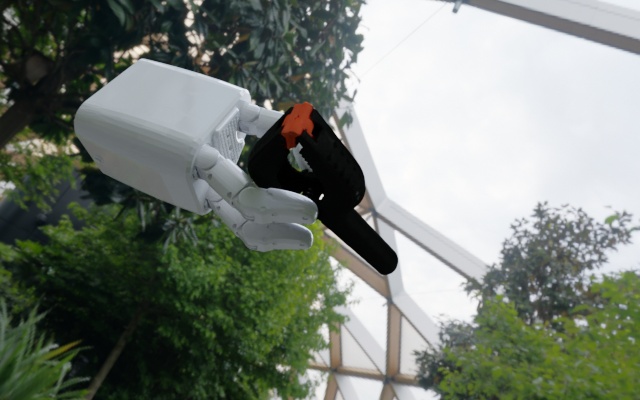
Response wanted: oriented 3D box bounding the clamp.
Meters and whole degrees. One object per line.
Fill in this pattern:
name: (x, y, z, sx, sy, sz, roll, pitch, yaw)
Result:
clamp: (0.000, 0.000, 0.400, 0.164, 0.036, 0.210, 17, -28, 6)
